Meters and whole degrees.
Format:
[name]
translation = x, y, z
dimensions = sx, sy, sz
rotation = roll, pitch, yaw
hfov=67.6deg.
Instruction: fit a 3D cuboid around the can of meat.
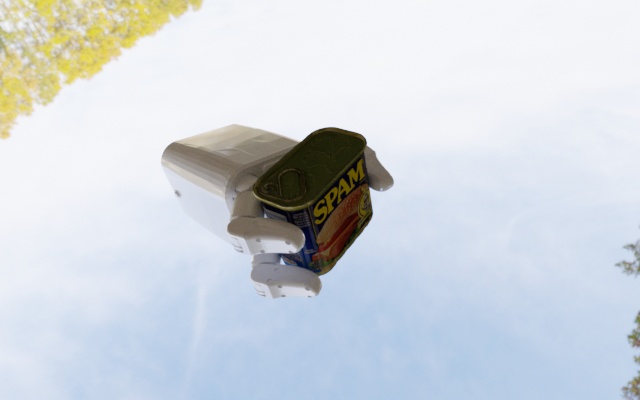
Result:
[can of meat]
translation = 0.000, 0.002, 0.405
dimensions = 0.057, 0.084, 0.102
rotation = 20, 50, 33
